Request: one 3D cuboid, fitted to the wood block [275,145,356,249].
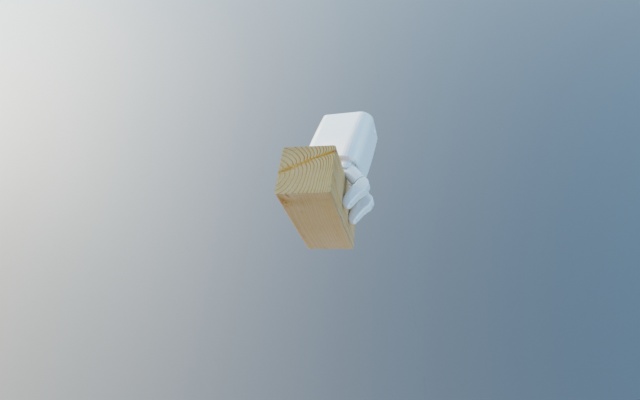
[{"bbox_3d":[0.000,0.002,0.823,0.091,0.090,0.206,-1,-30,15],"label":"wood block"}]
